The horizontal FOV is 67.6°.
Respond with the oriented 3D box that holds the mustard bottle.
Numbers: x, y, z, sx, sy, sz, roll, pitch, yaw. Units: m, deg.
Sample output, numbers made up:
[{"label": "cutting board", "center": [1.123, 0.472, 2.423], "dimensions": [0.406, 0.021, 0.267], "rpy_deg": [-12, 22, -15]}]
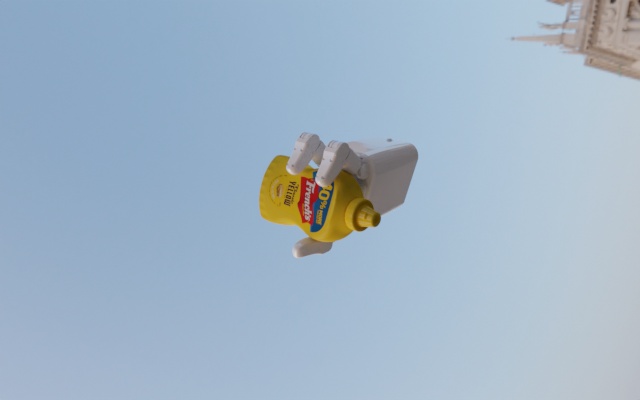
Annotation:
[{"label": "mustard bottle", "center": [0.000, 0.002, 0.624], "dimensions": [0.191, 0.096, 0.058], "rpy_deg": [18, 3, 43]}]
